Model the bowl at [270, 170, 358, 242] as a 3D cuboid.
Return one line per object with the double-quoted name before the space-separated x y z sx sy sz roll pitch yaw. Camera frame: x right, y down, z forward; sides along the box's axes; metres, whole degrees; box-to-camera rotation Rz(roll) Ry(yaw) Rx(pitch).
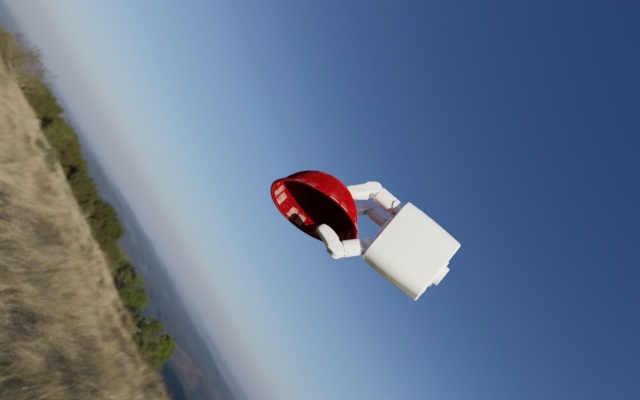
"bowl" -0.001 0.001 0.774 0.162 0.055 0.162 25 -29 15
